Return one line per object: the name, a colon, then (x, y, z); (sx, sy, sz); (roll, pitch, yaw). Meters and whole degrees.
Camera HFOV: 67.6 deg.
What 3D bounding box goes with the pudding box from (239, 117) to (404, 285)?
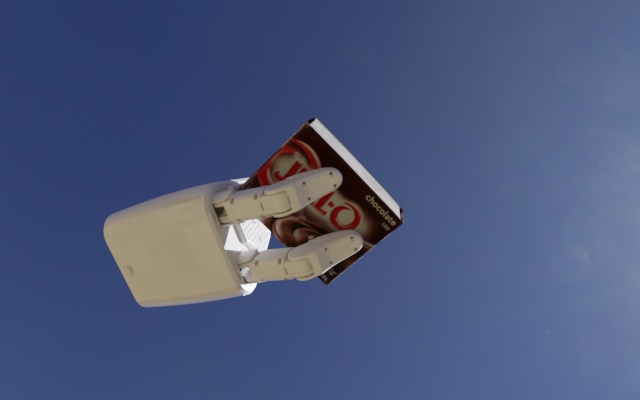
pudding box: (0.000, 0.001, 0.402); (0.090, 0.113, 0.039); (-42, 9, 22)
